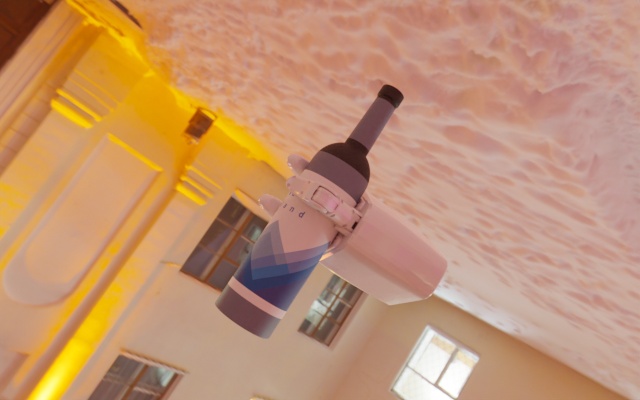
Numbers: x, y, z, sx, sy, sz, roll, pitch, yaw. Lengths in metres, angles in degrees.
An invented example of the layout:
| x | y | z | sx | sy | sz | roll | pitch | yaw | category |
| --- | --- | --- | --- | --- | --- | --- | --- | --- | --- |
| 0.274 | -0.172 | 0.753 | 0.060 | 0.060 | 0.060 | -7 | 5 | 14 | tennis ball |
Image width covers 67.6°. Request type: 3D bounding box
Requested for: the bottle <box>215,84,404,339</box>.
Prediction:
| x | y | z | sx | sy | sz | roll | pitch | yaw | category |
| --- | --- | --- | --- | --- | --- | --- | --- | --- | --- |
| 0.000 | 0.002 | 0.507 | 0.069 | 0.295 | 0.069 | 33 | -7 | 5 | bottle |
